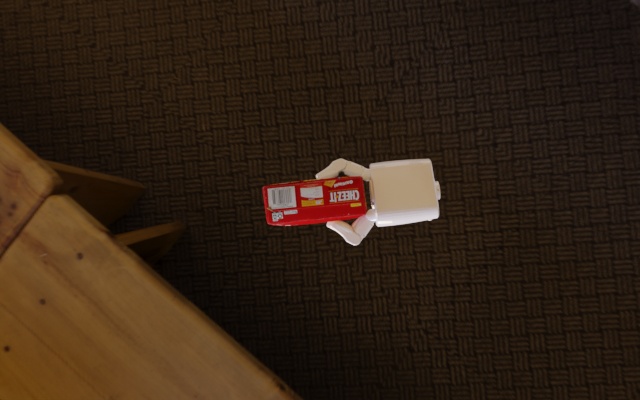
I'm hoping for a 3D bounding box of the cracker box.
[{"bbox_3d":[0.000,0.003,0.863,0.164,0.072,0.214,-6,-2,5],"label":"cracker box"}]
